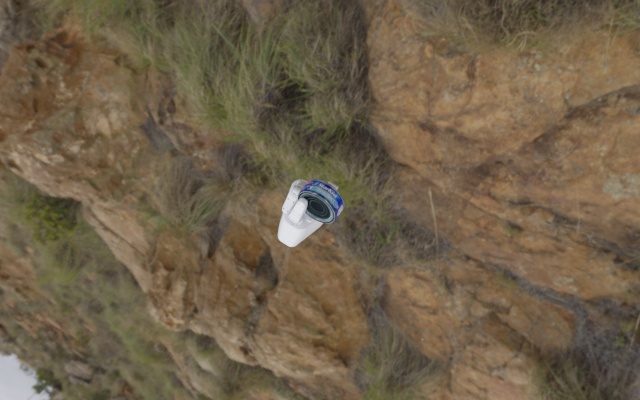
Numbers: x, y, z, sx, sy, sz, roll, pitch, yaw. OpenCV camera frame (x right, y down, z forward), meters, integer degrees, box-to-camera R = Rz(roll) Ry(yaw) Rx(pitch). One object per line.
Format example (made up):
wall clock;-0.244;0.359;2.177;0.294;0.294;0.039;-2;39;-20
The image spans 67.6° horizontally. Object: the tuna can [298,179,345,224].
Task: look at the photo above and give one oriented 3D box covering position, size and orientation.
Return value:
tuna can;0.000;0.003;0.895;0.086;0.086;0.033;0;42;45
